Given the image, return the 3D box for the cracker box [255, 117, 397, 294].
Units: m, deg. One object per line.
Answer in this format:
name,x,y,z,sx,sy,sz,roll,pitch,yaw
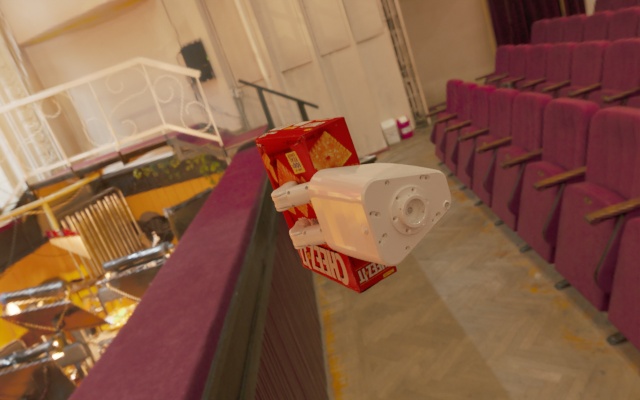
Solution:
cracker box,0.000,0.002,0.643,0.072,0.214,0.164,-27,17,-23
